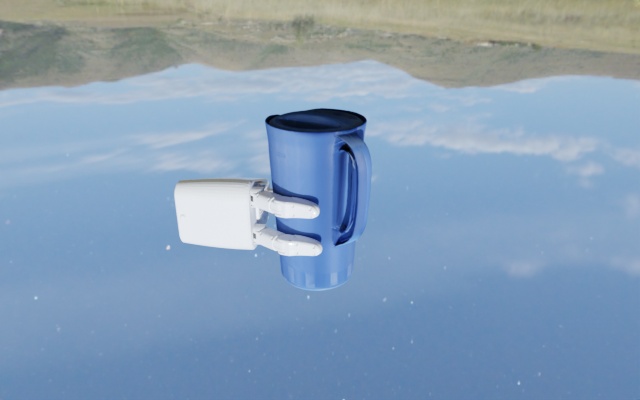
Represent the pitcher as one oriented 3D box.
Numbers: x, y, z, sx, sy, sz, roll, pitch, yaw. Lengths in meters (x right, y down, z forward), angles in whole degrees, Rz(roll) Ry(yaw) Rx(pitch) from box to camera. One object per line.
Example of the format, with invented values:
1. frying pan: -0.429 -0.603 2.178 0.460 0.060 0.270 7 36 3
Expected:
1. pitcher: 0.000 0.002 0.659 0.145 0.243 0.149 3 23 9
